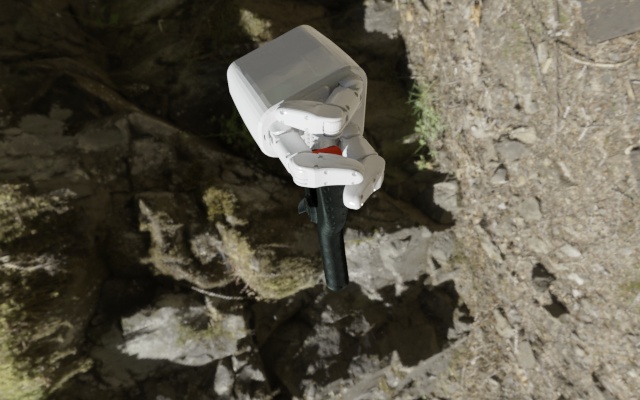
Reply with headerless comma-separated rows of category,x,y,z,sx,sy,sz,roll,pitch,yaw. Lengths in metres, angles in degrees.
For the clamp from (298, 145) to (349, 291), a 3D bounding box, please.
clamp,0.000,0.002,0.488,0.039,0.172,0.120,-18,48,-18
